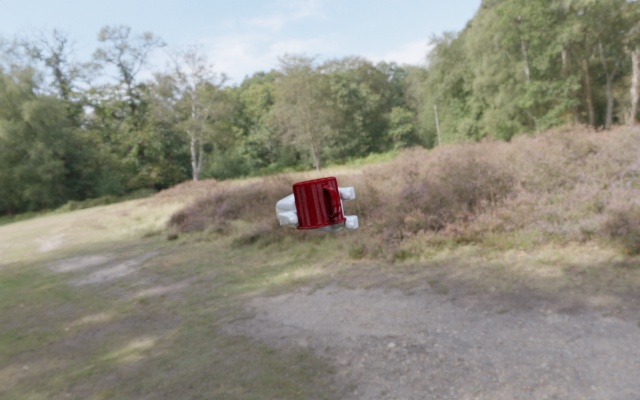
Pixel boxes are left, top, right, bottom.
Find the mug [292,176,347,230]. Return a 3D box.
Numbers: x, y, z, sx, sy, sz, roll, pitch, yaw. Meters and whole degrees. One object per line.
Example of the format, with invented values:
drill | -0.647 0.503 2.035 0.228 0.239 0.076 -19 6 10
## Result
mug | 0.001 0.003 0.848 0.093 0.081 0.117 -12 5 -24
